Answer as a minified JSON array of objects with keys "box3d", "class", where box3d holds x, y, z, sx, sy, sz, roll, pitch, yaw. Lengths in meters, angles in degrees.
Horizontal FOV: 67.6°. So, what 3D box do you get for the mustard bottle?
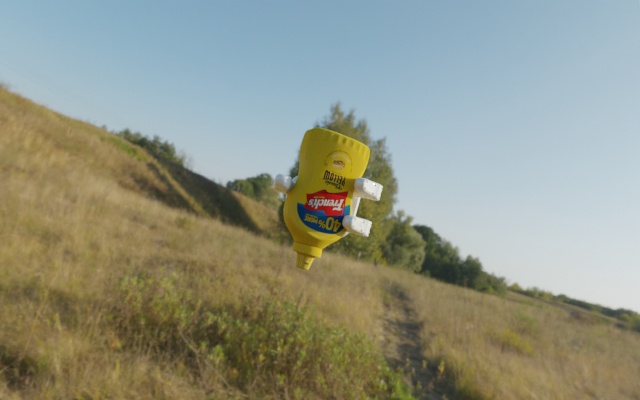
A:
[{"box3d":[0.000,0.002,0.667,0.096,0.191,0.058,18,-6,-24],"class":"mustard bottle"}]
